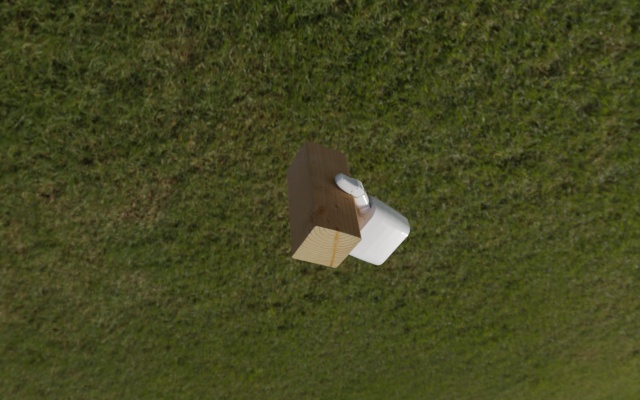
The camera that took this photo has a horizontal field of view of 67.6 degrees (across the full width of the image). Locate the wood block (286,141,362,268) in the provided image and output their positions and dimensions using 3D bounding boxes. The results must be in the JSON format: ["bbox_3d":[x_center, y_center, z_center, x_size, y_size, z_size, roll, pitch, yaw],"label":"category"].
[{"bbox_3d":[0.001,0.003,0.852,0.090,0.206,0.091,17,-48,-24],"label":"wood block"}]
